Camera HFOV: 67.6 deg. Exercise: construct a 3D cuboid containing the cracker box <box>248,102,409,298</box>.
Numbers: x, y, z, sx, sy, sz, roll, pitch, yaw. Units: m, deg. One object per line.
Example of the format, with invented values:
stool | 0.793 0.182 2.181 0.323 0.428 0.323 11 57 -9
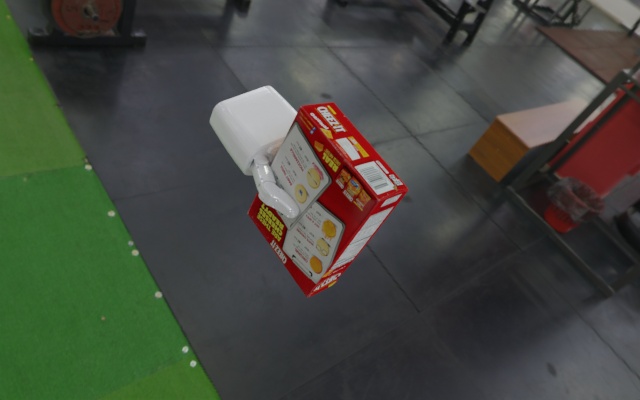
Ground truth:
cracker box | 0.000 0.002 0.649 0.072 0.164 0.214 -17 -30 -41
